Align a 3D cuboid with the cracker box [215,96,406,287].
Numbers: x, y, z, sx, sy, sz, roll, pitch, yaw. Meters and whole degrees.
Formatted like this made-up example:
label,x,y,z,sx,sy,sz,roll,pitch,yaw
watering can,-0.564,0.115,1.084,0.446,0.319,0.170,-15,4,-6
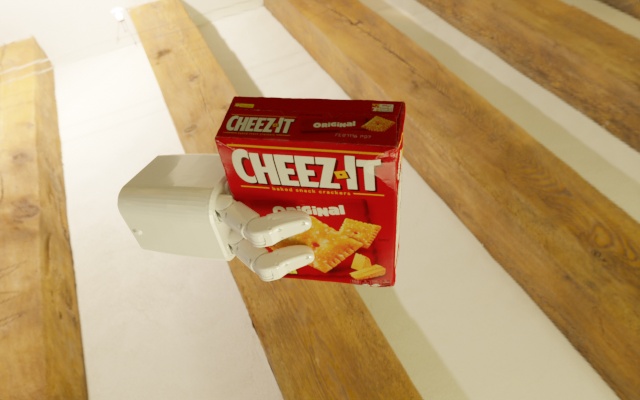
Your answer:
label,x,y,z,sx,sy,sz,roll,pitch,yaw
cracker box,0.000,0.002,0.494,0.164,0.072,0.214,4,-42,11
